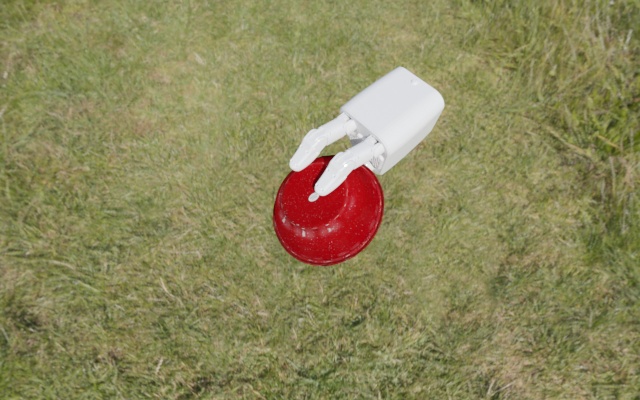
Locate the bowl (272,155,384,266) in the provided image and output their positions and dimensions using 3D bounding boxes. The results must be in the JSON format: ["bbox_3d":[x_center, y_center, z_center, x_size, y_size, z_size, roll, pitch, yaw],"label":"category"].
[{"bbox_3d":[-0.001,0.003,0.633,0.162,0.162,0.055,0,-20,21],"label":"bowl"}]
